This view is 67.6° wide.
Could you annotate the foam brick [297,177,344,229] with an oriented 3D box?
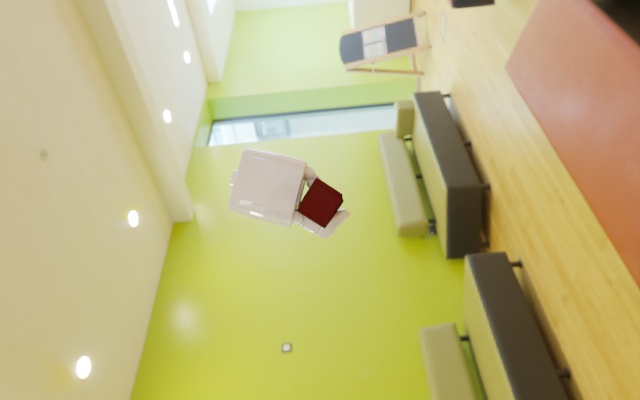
[{"bbox_3d":[0.000,0.002,0.738,0.051,0.053,0.078,33,7,-4],"label":"foam brick"}]
